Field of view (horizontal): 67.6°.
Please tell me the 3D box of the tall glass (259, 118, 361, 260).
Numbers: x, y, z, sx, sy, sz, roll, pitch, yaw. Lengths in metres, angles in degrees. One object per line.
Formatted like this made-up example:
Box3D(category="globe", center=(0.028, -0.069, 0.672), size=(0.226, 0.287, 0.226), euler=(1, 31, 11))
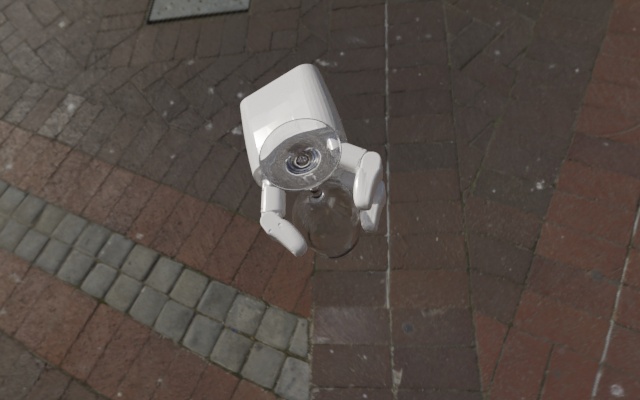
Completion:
Box3D(category="tall glass", center=(0.000, 0.001, 0.502), size=(0.079, 0.079, 0.201), euler=(0, -26, 12))
